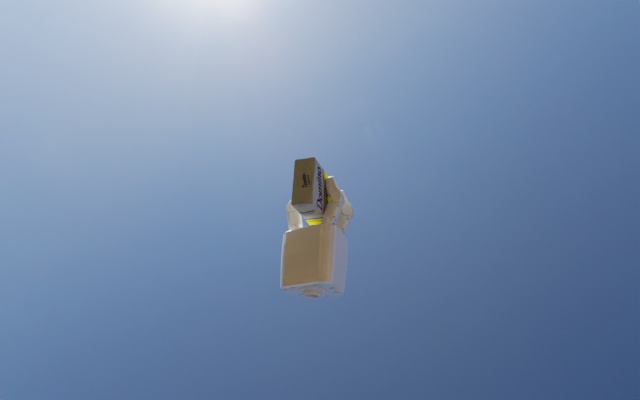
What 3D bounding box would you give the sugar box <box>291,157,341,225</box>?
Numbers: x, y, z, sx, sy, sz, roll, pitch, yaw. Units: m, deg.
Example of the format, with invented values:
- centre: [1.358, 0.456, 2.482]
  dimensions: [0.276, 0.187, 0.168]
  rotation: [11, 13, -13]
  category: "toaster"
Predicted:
- centre: [0.001, 0.003, 0.895]
  dimensions: [0.048, 0.093, 0.176]
  rotation: [-6, -27, 17]
  category: "sugar box"
